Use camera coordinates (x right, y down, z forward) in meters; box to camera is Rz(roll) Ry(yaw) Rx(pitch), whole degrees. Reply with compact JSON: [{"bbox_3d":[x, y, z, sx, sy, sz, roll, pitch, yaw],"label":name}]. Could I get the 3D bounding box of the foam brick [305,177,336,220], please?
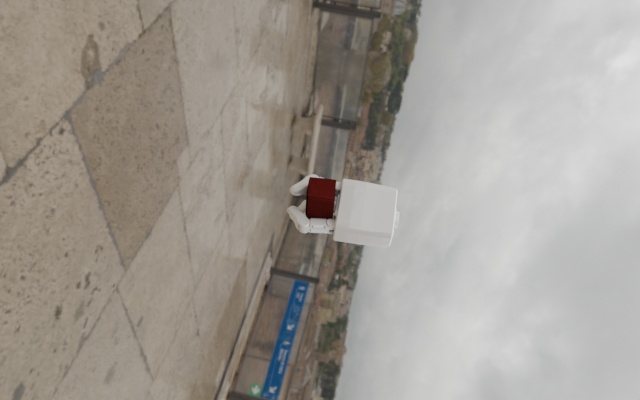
[{"bbox_3d":[0.000,0.003,0.879,0.051,0.053,0.078,6,-42,1],"label":"foam brick"}]
